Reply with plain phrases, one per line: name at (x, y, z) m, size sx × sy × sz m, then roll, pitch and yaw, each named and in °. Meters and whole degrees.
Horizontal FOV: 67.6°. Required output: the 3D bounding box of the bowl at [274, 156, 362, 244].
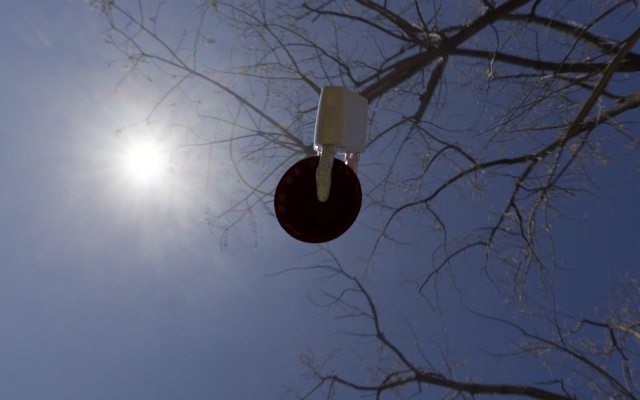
bowl at (0.000, 0.004, 0.866) m, size 0.162 × 0.162 × 0.055 m, roll 0°, pitch -15°, yaw 15°
